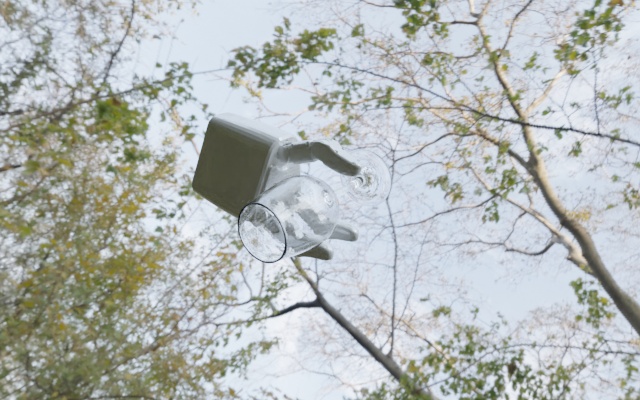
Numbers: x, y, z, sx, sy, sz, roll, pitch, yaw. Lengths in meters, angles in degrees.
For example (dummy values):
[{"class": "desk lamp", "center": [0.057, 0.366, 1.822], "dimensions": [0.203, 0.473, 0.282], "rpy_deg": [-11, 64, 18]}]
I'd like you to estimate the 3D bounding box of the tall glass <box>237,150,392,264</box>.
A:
[{"class": "tall glass", "center": [0.001, 0.002, 0.526], "dimensions": [0.079, 0.079, 0.201], "rpy_deg": [0, 17, 36]}]
